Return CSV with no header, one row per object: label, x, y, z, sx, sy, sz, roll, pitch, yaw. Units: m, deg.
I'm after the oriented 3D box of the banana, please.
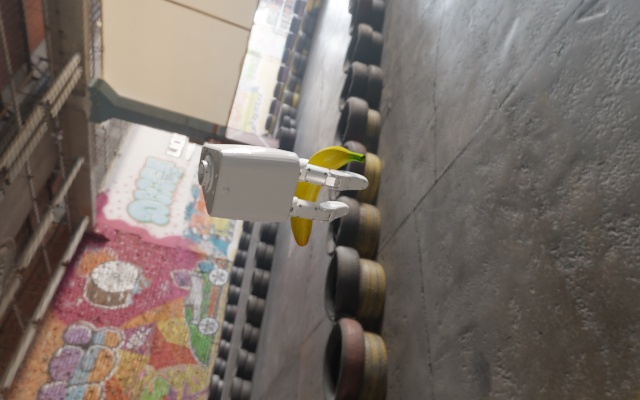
banana,-0.009,-0.014,0.710,0.037,0.069,0.198,-13,-34,-43
